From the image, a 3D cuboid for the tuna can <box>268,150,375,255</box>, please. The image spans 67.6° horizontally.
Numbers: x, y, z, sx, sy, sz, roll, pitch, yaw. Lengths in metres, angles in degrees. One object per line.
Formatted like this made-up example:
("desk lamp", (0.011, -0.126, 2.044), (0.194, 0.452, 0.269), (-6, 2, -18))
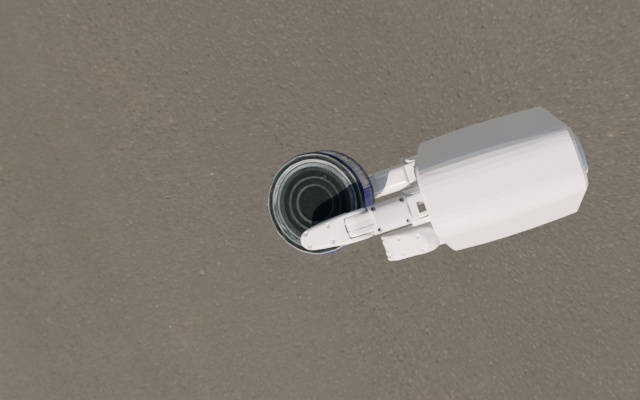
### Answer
("tuna can", (0.000, 0.001, 0.400), (0.086, 0.086, 0.034), (0, 7, 20))
